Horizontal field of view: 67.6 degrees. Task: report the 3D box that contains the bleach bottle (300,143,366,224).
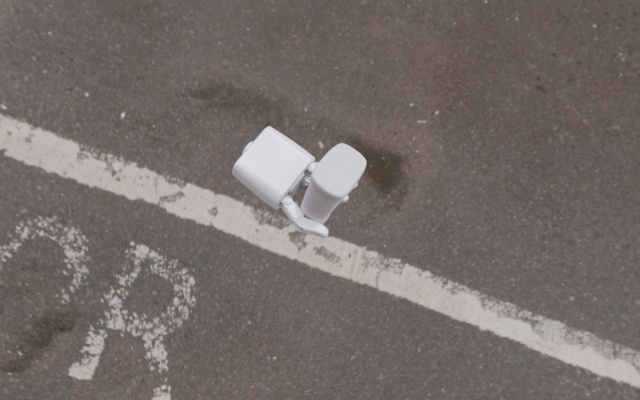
[{"bbox_3d":[0.000,0.003,0.859,0.068,0.102,0.251,37,-31,3],"label":"bleach bottle"}]
